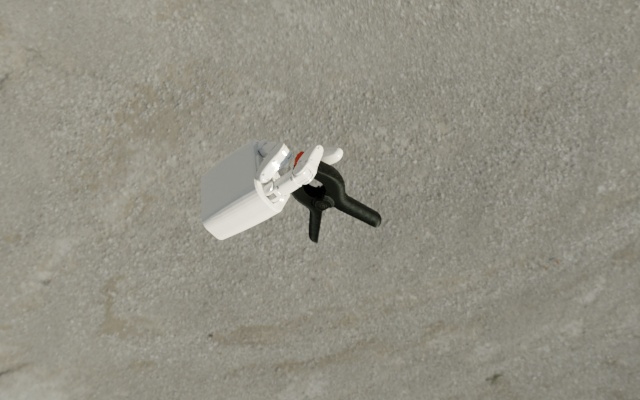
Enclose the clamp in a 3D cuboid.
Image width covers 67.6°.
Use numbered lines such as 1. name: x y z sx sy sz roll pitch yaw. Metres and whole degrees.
1. clamp: 0.000 0.003 0.708 0.120 0.171 0.039 -28 34 22
